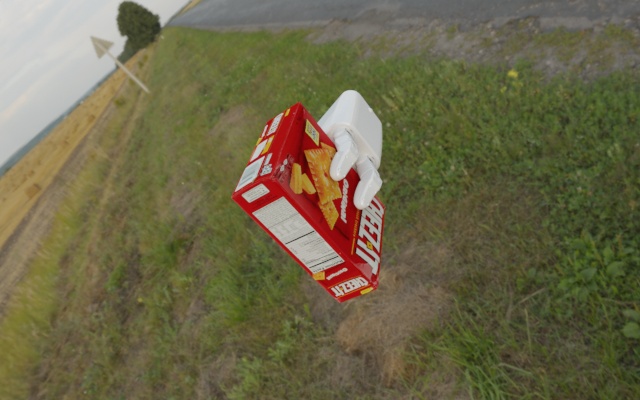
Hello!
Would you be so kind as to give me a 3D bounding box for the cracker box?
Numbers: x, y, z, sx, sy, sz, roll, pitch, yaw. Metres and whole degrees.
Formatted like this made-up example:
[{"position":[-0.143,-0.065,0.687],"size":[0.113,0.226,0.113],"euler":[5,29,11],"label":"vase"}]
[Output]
[{"position":[0.000,0.002,0.627],"size":[0.072,0.214,0.164],"euler":[-26,31,30],"label":"cracker box"}]
